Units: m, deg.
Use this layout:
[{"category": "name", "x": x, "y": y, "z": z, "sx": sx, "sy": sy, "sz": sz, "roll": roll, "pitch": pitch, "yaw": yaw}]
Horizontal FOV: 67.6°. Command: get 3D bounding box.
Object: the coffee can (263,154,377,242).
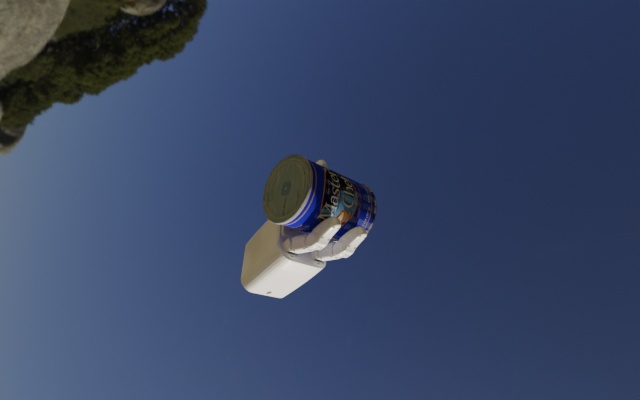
[{"category": "coffee can", "x": 0.000, "y": 0.002, "z": 0.715, "sx": 0.140, "sy": 0.102, "sz": 0.103, "roll": 21, "pitch": -14, "yaw": -39}]
